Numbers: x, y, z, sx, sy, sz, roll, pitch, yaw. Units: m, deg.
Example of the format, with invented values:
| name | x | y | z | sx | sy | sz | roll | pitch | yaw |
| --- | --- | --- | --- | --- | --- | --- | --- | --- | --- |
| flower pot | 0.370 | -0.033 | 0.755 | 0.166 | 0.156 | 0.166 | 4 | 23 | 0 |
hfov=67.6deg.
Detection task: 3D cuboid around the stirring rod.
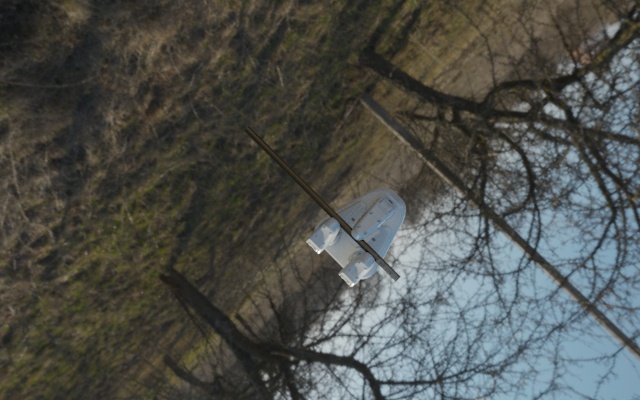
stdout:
| name | x | y | z | sx | sy | sz | roll | pitch | yaw |
| --- | --- | --- | --- | --- | --- | --- | --- | --- | --- |
| stirring rod | 0.000 | 0.002 | 0.536 | 0.011 | 0.239 | 0.011 | -44 | -6 | -6 |
